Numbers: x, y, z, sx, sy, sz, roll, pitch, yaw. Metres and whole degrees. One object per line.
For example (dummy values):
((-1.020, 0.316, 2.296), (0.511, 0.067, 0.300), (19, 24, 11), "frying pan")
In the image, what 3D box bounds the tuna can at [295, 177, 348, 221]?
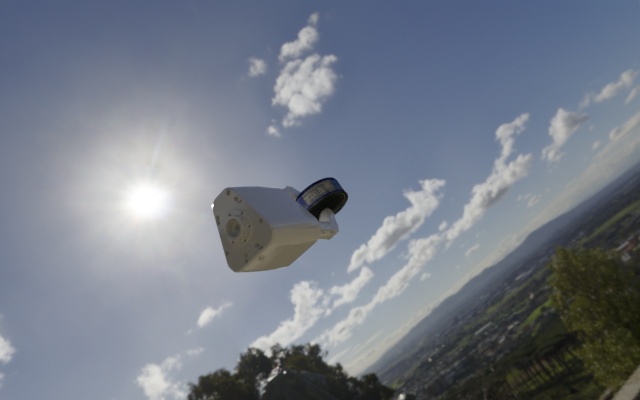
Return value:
((0.000, 0.002, 0.767), (0.086, 0.033, 0.086), (-29, -24, -14), "tuna can")
